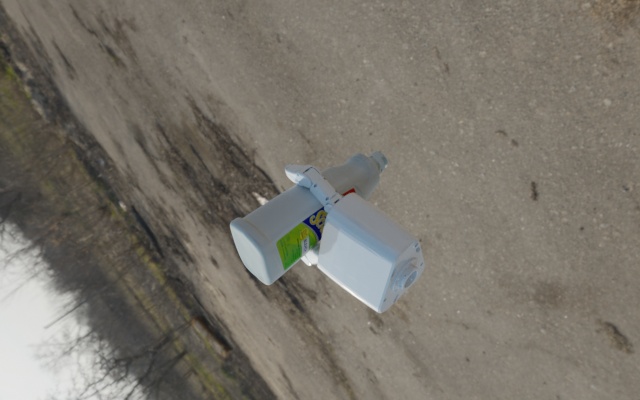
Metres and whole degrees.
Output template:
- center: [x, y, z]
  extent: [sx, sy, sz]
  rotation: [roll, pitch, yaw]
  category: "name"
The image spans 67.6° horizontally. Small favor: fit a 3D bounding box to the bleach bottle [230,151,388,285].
- center: [0.000, 0.002, 0.653]
  extent: [0.250, 0.103, 0.068]
  rotation: [-38, 55, -26]
  category: "bleach bottle"
